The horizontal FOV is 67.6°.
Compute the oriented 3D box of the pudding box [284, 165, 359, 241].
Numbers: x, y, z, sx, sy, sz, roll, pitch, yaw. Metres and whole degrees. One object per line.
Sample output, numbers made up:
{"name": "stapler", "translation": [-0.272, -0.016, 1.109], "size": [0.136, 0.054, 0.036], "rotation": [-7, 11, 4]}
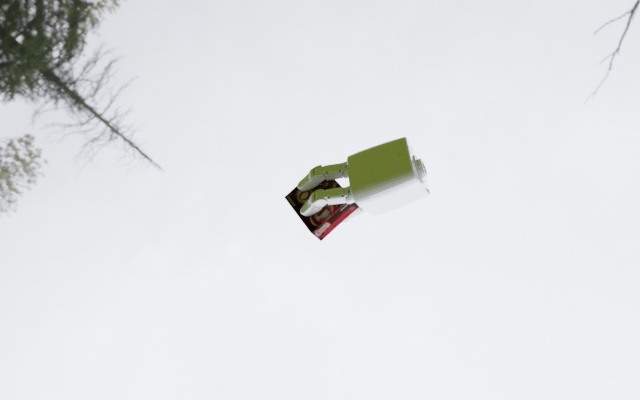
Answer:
{"name": "pudding box", "translation": [0.000, 0.003, 0.834], "size": [0.039, 0.090, 0.113], "rotation": [47, 2, -44]}
